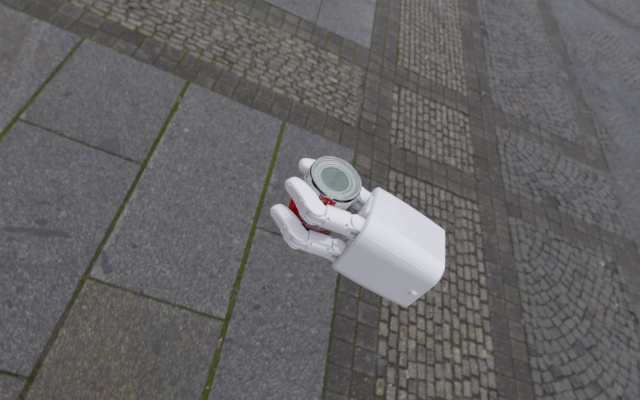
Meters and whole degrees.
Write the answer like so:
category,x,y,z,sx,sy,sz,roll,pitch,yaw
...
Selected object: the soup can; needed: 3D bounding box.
category,x,y,z,sx,sy,sz,roll,pitch,yaw
soup can,0.000,0.001,0.592,0.068,0.068,0.102,0,-34,-27
